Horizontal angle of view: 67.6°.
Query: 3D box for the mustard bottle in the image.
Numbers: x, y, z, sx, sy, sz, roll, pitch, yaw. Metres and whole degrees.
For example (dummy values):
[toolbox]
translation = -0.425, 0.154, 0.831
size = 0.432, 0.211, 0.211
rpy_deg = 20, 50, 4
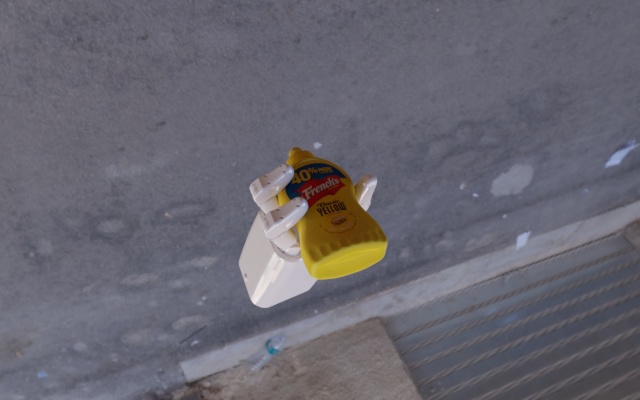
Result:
[mustard bottle]
translation = 0.000, 0.002, 0.590
size = 0.096, 0.191, 0.058
rpy_deg = -16, -39, -15
